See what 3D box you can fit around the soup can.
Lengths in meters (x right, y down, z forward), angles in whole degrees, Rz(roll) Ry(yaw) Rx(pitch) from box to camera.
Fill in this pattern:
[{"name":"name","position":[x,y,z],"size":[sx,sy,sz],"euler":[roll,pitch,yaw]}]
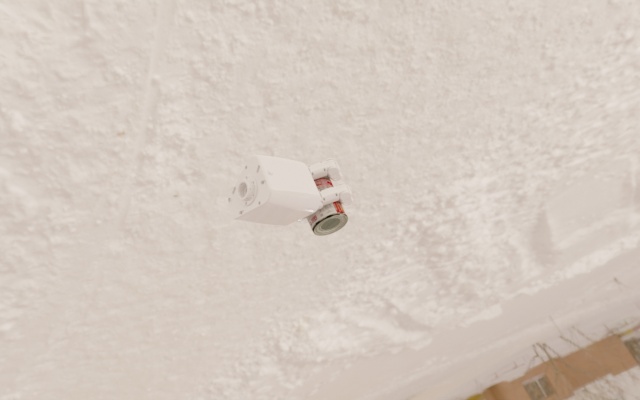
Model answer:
[{"name":"soup can","position":[0.001,0.003,0.847],"size":[0.068,0.102,0.068],"euler":[-18,-29,-11]}]
